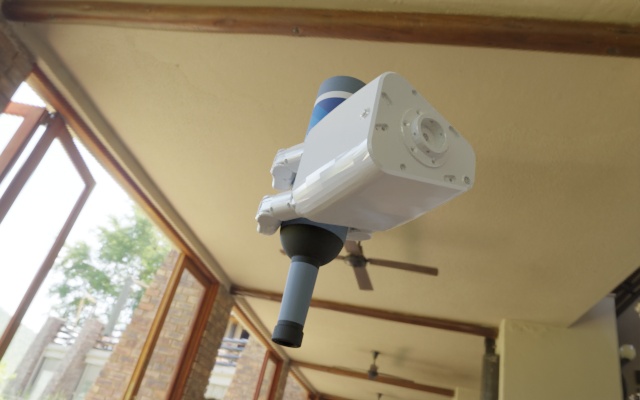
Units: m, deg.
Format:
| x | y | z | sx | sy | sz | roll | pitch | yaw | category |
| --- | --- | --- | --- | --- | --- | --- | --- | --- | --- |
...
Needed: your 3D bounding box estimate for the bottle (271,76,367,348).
| x | y | z | sx | sy | sz | roll | pitch | yaw | category |
| --- | --- | --- | --- | --- | --- | --- | --- | --- | --- |
| 0.000 | 0.001 | 0.493 | 0.069 | 0.295 | 0.069 | 11 | -29 | 6 | bottle |
